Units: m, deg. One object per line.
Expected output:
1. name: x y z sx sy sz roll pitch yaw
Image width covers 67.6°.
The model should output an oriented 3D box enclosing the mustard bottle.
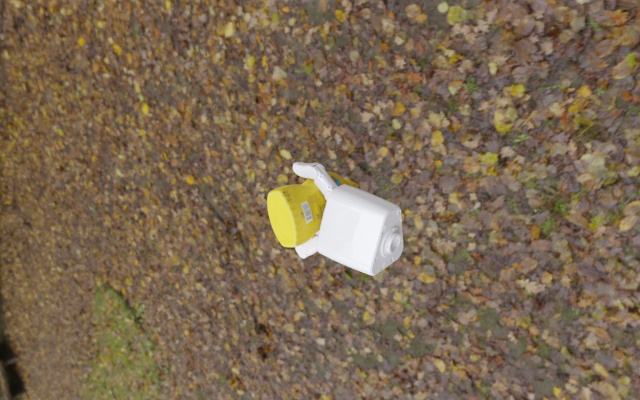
1. mustard bottle: 0.000 0.003 0.809 0.058 0.096 0.191 -8 12 45
